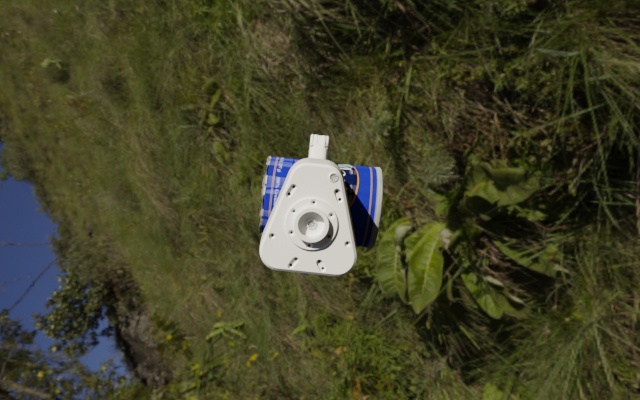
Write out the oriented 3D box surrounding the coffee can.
[{"bbox_3d":[0.000,0.002,0.599,0.140,0.103,0.103,6,0,-1],"label":"coffee can"}]
